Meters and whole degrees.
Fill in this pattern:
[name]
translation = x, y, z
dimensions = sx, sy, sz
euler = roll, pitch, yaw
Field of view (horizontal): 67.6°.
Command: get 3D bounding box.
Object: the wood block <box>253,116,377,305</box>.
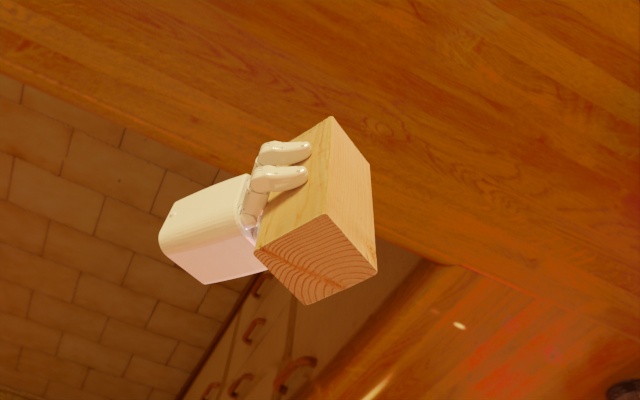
[wood block]
translation = 0.000, 0.002, 0.543
dimensions = 0.090, 0.091, 0.206
euler = -29, 29, 21
